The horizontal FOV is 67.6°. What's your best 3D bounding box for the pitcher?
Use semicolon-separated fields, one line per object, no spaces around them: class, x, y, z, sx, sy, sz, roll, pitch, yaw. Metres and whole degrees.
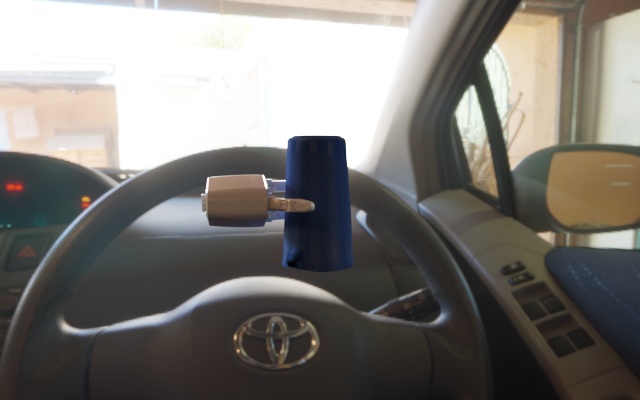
pitcher;0.000;0.003;0.884;0.145;0.243;0.149;-1;6;-9
